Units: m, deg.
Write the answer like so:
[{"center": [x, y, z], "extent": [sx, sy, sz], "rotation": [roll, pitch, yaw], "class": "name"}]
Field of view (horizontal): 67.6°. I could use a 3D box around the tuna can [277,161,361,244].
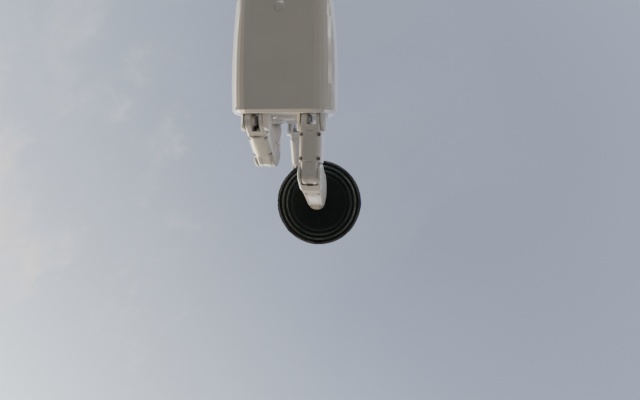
[{"center": [0.000, 0.002, 0.502], "extent": [0.086, 0.086, 0.034], "rotation": [0, 1, 7], "class": "tuna can"}]
